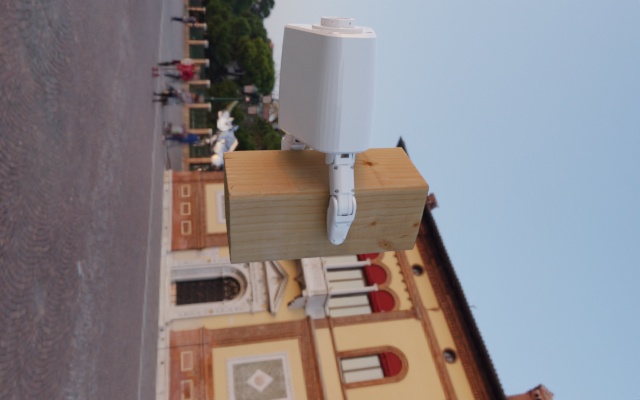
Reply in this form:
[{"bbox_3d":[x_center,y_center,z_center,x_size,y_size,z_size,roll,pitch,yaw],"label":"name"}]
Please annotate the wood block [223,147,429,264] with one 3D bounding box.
[{"bbox_3d":[0.000,0.002,0.529,0.206,0.090,0.090,-3,36,-13],"label":"wood block"}]
